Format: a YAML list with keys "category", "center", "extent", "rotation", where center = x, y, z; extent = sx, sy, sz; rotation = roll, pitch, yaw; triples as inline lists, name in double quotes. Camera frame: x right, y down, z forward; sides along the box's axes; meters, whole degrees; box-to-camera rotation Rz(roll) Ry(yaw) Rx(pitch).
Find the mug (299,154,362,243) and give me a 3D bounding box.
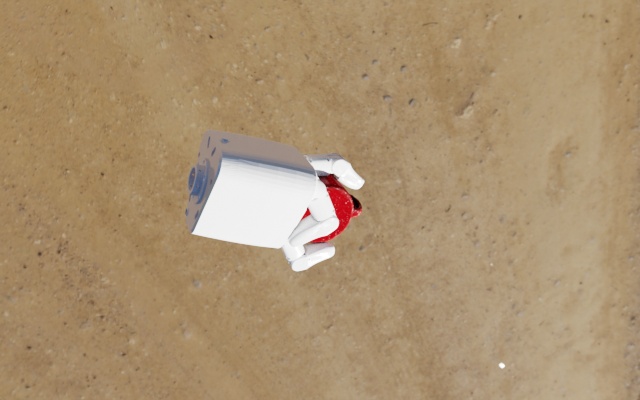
- category: "mug"
  center: [0.001, 0.002, 0.606]
  extent: [0.117, 0.093, 0.081]
  rotation: [10, 24, -28]
